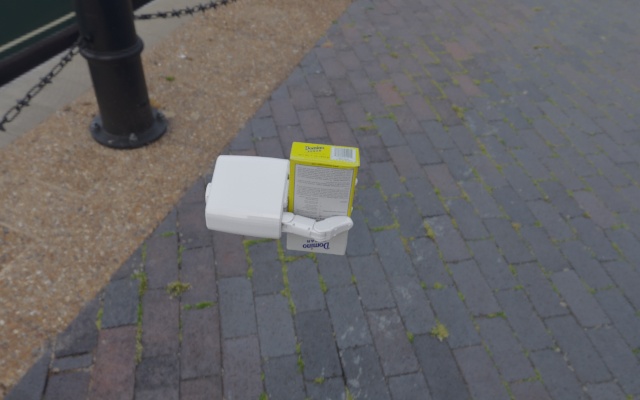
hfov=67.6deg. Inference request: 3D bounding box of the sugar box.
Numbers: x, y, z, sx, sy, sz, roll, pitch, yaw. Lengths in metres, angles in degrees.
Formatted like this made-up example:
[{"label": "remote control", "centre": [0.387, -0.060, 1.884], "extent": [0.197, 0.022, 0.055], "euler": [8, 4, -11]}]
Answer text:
[{"label": "sugar box", "centre": [0.000, 0.002, 0.692], "extent": [0.093, 0.176, 0.048], "euler": [6, 44, 0]}]
